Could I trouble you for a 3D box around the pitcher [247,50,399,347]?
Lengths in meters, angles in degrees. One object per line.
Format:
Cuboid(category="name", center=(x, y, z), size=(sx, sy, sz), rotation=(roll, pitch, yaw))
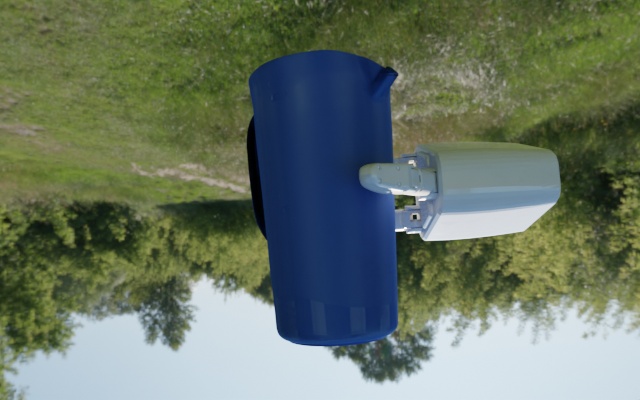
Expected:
Cuboid(category="pitcher", center=(0.000, 0.001, 0.443), size=(0.145, 0.243, 0.149), rotation=(-3, -6, -2))
